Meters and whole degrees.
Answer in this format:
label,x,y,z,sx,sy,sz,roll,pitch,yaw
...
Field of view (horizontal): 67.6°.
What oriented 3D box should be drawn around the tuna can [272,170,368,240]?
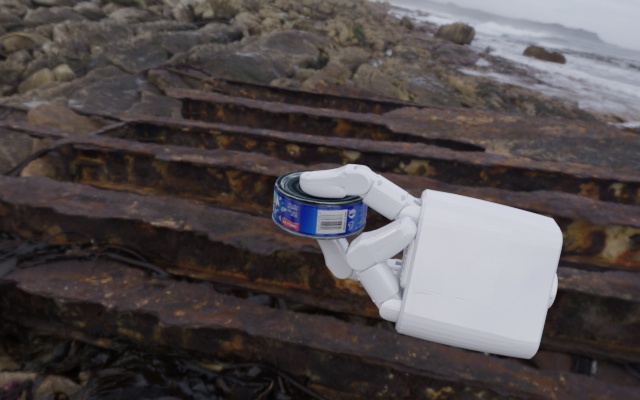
label,x,y,z,sx,sy,sz,roll,pitch,yaw
tuna can,0.000,0.001,0.429,0.086,0.034,0.086,4,22,-2
